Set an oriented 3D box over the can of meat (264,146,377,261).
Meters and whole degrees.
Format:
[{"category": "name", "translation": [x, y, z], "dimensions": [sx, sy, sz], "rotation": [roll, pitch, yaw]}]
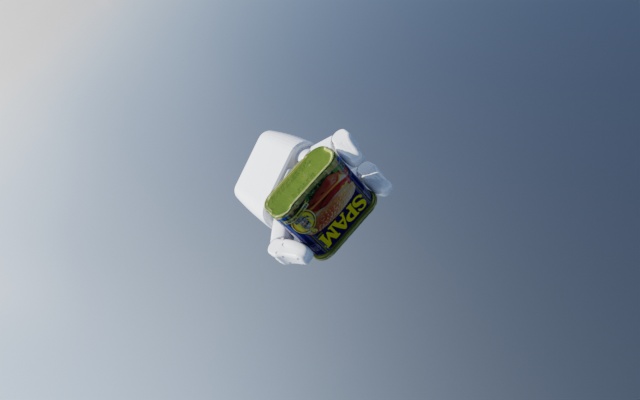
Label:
[{"category": "can of meat", "translation": [0.000, 0.002, 0.531], "dimensions": [0.084, 0.102, 0.057], "rotation": [46, -6, -34]}]
